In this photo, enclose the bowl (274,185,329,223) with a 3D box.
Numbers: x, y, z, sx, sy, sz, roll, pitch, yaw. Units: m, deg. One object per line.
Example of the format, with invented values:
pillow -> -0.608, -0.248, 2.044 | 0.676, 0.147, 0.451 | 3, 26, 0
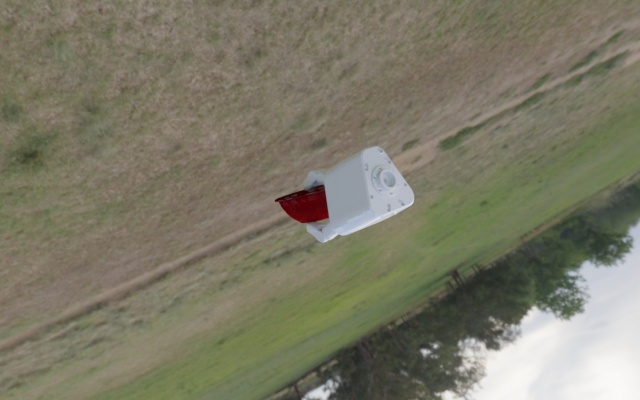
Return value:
bowl -> 0.000, 0.003, 0.875 | 0.162, 0.055, 0.162 | -15, 5, 1
